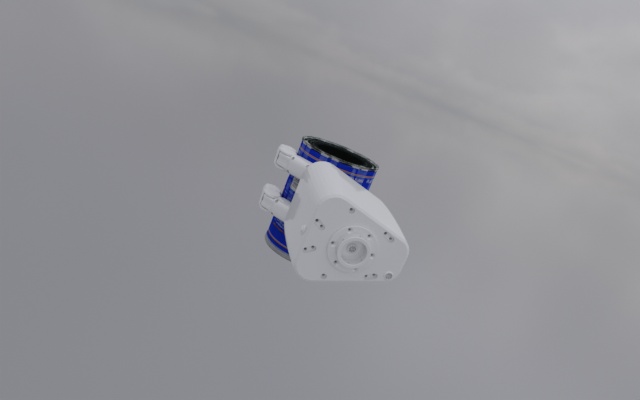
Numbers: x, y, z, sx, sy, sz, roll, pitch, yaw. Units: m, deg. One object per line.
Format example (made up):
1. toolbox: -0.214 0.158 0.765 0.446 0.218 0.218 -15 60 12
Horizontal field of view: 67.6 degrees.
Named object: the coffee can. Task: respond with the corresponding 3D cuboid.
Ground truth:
1. coffee can: 0.000 0.002 0.609 0.103 0.140 0.102 20 16 -6
